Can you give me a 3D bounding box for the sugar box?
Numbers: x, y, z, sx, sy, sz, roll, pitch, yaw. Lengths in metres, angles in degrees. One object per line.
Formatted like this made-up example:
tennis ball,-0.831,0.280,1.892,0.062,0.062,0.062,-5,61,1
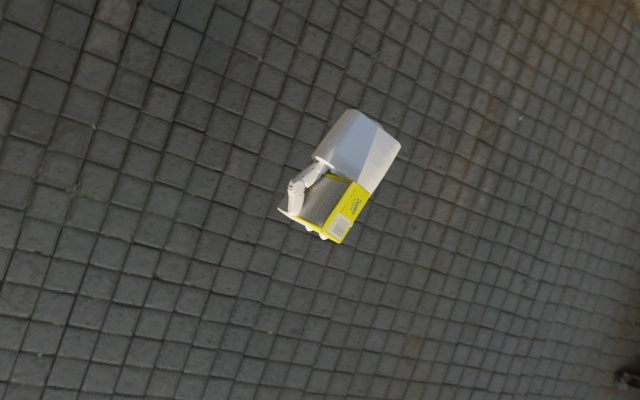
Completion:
sugar box,0.001,0.003,0.791,0.048,0.093,0.176,36,-7,-26
